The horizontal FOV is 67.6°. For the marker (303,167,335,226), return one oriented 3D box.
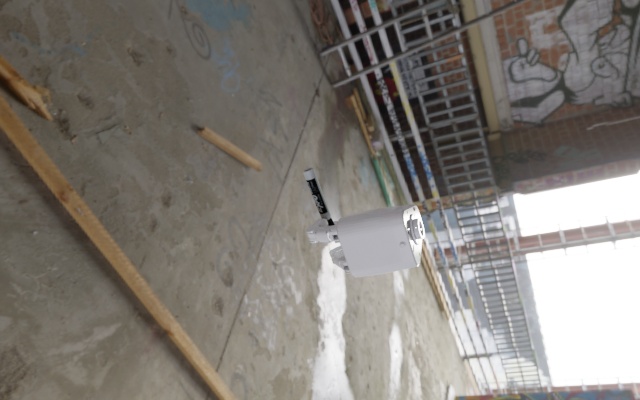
[{"bbox_3d":[0.000,0.003,0.806,0.020,0.121,0.020,-19,18,6],"label":"marker"}]
